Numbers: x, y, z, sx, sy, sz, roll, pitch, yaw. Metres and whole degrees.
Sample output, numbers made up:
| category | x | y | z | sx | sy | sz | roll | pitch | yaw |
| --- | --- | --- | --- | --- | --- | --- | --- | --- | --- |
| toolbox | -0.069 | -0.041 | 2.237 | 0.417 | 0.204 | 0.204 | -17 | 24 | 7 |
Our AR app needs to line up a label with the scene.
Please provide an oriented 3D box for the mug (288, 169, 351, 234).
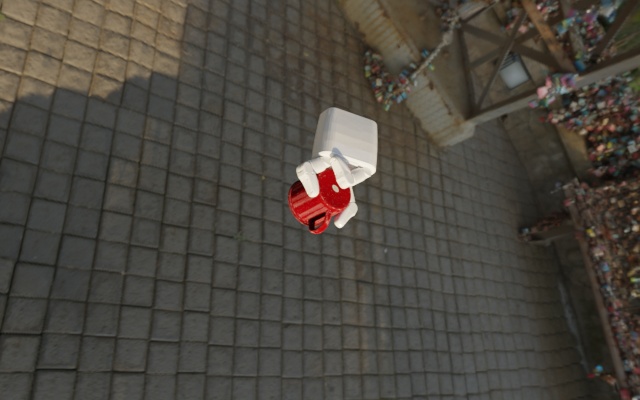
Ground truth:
| category | x | y | z | sx | sy | sz | roll | pitch | yaw |
| --- | --- | --- | --- | --- | --- | --- | --- | --- | --- |
| mug | 0.000 | 0.004 | 0.864 | 0.093 | 0.117 | 0.081 | 24 | -32 | -31 |
